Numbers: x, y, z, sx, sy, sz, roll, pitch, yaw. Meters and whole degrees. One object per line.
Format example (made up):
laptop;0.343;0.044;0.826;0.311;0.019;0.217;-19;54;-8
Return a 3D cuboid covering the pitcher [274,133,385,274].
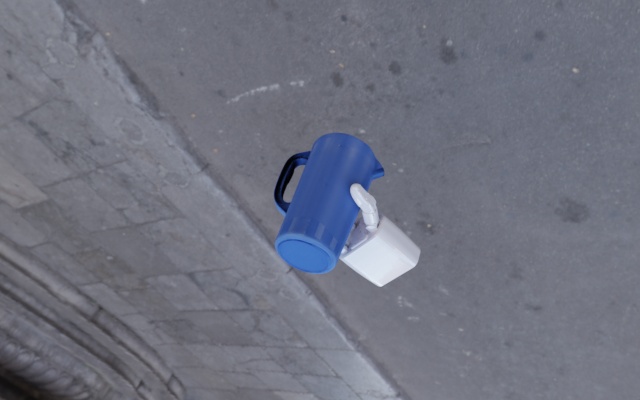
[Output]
pitcher;0.000;0.003;0.853;0.145;0.242;0.149;40;-40;-20
